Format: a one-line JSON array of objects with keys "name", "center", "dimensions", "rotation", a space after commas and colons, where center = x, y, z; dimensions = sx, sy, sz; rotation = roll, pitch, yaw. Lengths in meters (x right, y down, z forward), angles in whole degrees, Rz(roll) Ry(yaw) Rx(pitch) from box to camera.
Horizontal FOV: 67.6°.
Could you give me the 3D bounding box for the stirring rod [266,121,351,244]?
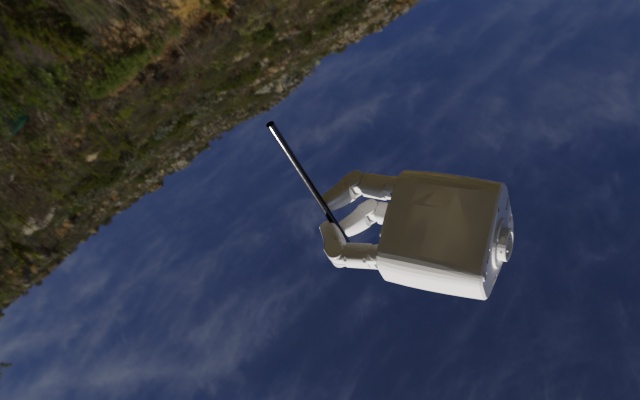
[{"name": "stirring rod", "center": [0.000, 0.002, 0.522], "dimensions": [0.011, 0.011, 0.240], "rotation": [0, -36, 29]}]
